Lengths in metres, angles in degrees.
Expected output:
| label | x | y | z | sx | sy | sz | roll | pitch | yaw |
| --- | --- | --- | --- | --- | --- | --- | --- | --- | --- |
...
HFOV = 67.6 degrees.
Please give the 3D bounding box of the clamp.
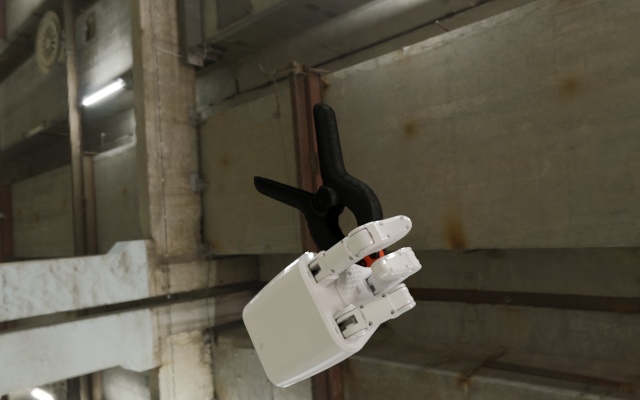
| label | x | y | z | sx | sy | sz | roll | pitch | yaw |
| --- | --- | --- | --- | --- | --- | --- | --- | --- | --- |
| clamp | 0.001 | 0.002 | 0.478 | 0.120 | 0.171 | 0.039 | -41 | -25 | 32 |
